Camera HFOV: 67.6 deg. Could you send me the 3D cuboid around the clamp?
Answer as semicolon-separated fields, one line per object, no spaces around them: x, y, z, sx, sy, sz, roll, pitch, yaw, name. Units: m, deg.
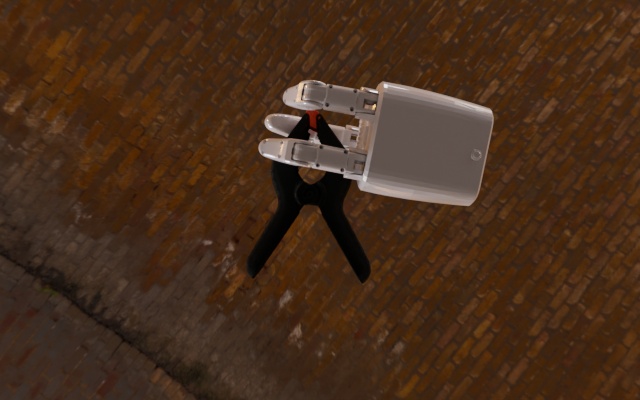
0.000;0.001;0.465;0.120;0.171;0.039;11;3;-3;clamp
